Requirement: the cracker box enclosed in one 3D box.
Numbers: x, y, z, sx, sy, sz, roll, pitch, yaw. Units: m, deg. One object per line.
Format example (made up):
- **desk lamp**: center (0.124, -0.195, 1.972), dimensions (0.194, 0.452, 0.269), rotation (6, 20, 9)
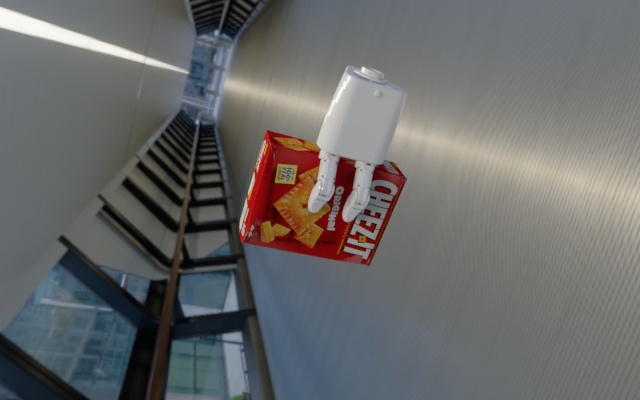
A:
- **cracker box**: center (0.000, 0.002, 0.725), dimensions (0.214, 0.164, 0.072), rotation (13, 23, -17)
